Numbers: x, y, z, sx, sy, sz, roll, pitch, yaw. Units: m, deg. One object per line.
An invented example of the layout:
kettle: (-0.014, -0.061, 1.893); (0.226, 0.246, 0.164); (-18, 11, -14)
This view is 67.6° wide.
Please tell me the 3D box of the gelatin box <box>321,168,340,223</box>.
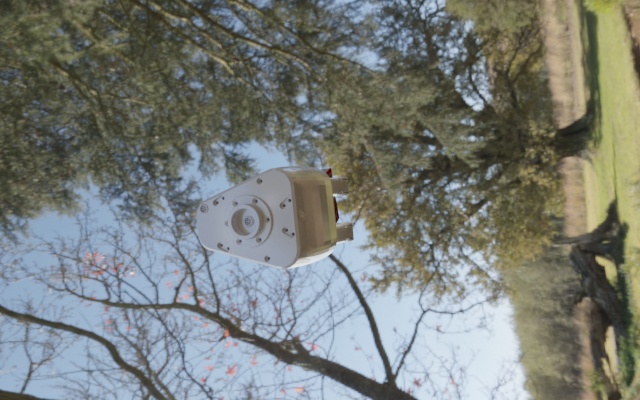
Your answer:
gelatin box: (0.000, 0.002, 0.621); (0.030, 0.073, 0.089); (-7, 12, 13)
